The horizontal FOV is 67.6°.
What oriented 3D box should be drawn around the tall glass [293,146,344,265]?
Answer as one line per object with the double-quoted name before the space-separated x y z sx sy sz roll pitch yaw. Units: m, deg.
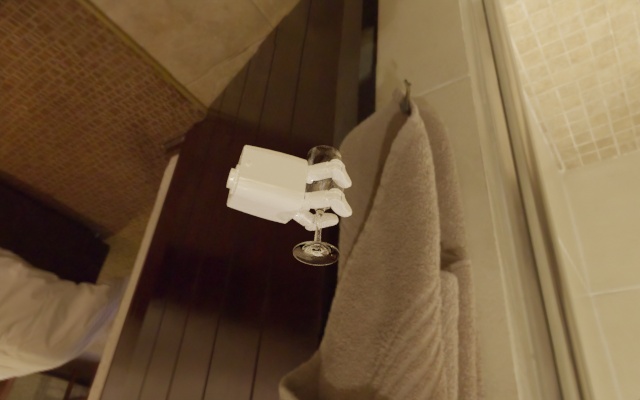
"tall glass" 0.000 0.003 0.802 0.079 0.201 0.079 3 -35 2
